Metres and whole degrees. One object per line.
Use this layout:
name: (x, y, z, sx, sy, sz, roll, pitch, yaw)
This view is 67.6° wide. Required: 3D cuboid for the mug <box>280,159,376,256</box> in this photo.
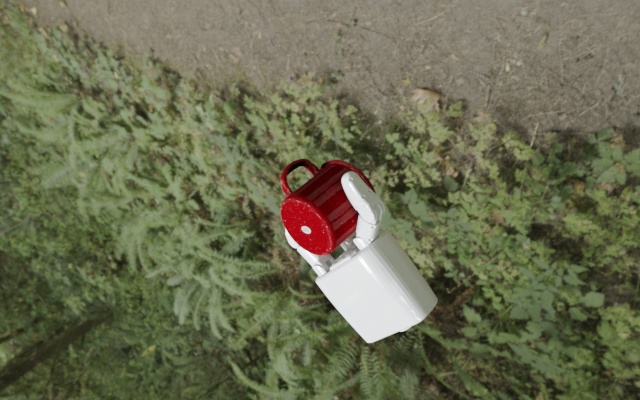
mug: (-0.001, 0.001, 0.564, 0.081, 0.117, 0.093, -39, -1, -35)
